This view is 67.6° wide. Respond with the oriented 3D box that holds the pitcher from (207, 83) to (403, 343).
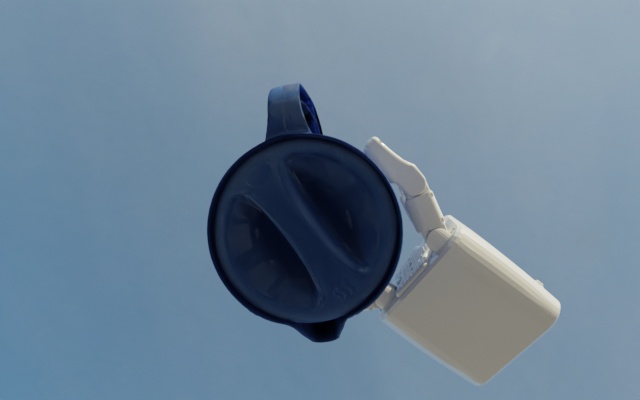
[{"bbox_3d":[0.000,0.002,0.431,0.145,0.149,0.243,34,8,2],"label":"pitcher"}]
